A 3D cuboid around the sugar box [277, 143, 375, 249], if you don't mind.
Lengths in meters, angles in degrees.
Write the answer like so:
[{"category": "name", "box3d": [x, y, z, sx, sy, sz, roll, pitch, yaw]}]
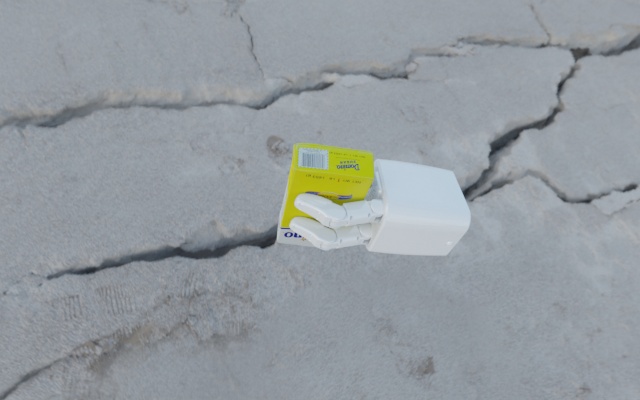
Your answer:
[{"category": "sugar box", "box3d": [0.000, 0.002, 0.601, 0.093, 0.048, 0.176, 7, -36, -7]}]
